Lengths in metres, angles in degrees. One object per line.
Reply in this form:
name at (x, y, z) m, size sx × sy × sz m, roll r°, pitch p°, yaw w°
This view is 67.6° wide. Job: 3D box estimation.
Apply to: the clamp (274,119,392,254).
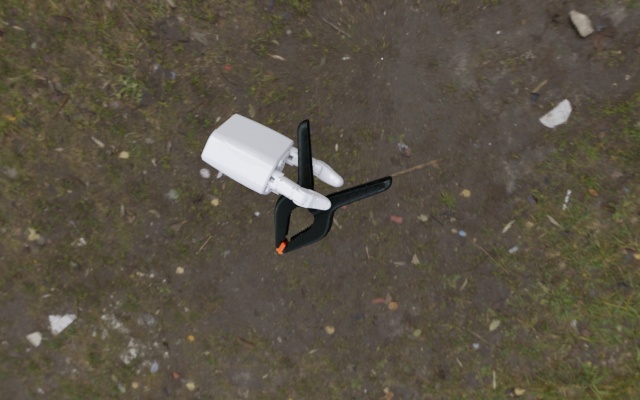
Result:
clamp at (0.000, 0.003, 0.742) m, size 0.164 × 0.210 × 0.036 m, roll 28°, pitch 18°, yaw 1°
